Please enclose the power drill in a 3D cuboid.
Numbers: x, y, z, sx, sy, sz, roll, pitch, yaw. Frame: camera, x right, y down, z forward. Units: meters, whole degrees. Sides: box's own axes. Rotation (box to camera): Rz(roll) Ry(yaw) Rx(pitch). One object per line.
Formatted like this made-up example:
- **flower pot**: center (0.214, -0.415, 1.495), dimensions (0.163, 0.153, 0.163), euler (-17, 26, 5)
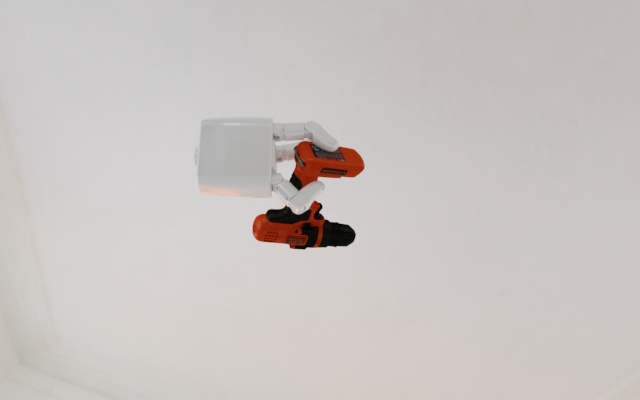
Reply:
- **power drill**: center (0.000, 0.002, 0.763), dimensions (0.184, 0.188, 0.057), euler (6, 37, -26)
